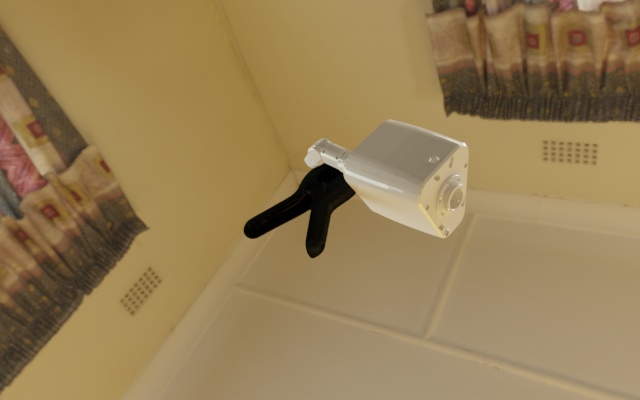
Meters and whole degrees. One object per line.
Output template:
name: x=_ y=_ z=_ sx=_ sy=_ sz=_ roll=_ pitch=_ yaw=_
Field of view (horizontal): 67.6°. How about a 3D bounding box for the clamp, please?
clamp: x=0.000 y=0.002 z=0.573 sx=0.120 sy=0.039 sz=0.171 roll=26 pitch=60 yaw=42
